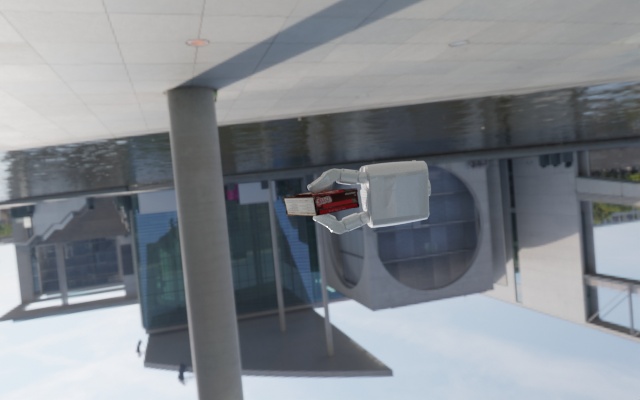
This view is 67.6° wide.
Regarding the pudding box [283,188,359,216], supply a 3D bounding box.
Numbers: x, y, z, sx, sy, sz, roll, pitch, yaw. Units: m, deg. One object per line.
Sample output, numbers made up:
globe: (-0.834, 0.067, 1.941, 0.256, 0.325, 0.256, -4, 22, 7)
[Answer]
pudding box: (0.000, 0.003, 0.841, 0.090, 0.039, 0.113, -9, 2, -31)
